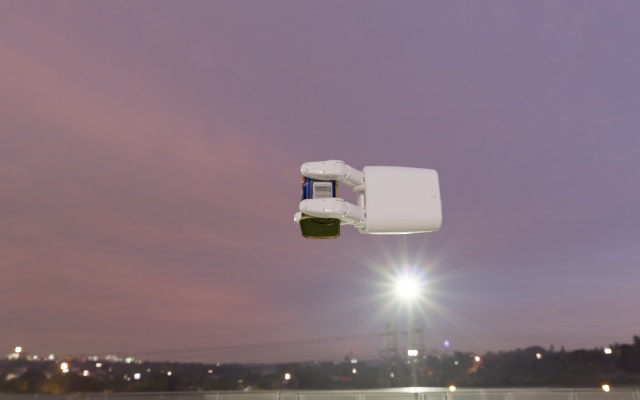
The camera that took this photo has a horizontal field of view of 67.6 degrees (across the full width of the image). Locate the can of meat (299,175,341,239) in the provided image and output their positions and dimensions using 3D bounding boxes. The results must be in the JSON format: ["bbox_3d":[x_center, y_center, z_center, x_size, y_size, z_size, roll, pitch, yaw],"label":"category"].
[{"bbox_3d":[0.000,0.002,0.699,0.057,0.084,0.102,0,-21,2],"label":"can of meat"}]
